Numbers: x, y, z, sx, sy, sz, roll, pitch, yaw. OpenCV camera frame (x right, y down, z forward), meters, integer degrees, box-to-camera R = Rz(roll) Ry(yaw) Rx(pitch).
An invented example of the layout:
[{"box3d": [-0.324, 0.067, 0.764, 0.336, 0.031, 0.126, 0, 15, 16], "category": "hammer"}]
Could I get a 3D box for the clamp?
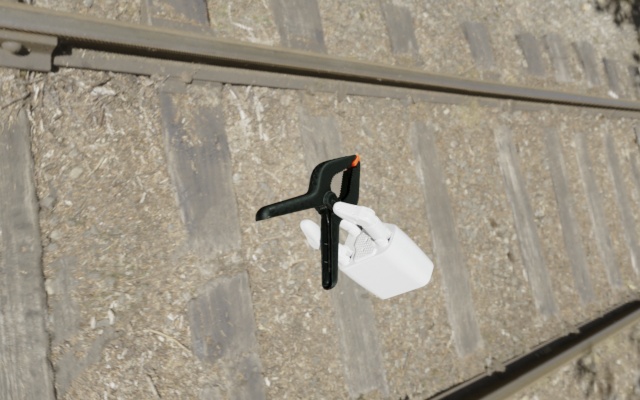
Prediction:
[{"box3d": [0.001, 0.002, 0.705, 0.036, 0.210, 0.165, -10, -44, 47], "category": "clamp"}]
